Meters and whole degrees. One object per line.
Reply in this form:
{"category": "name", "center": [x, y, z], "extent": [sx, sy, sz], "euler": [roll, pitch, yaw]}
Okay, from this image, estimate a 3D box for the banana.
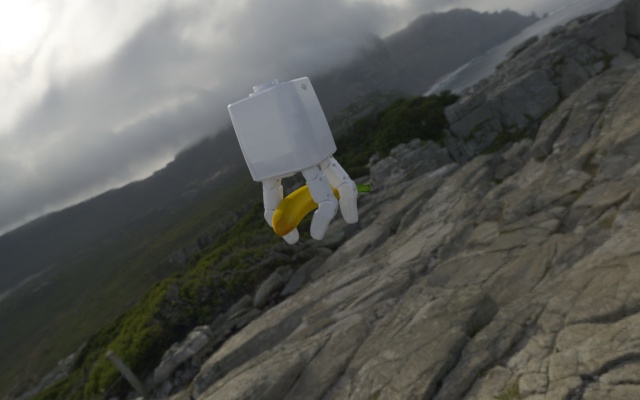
{"category": "banana", "center": [-0.012, 0.001, 0.667], "extent": [0.069, 0.037, 0.197], "euler": [1, 20, 41]}
